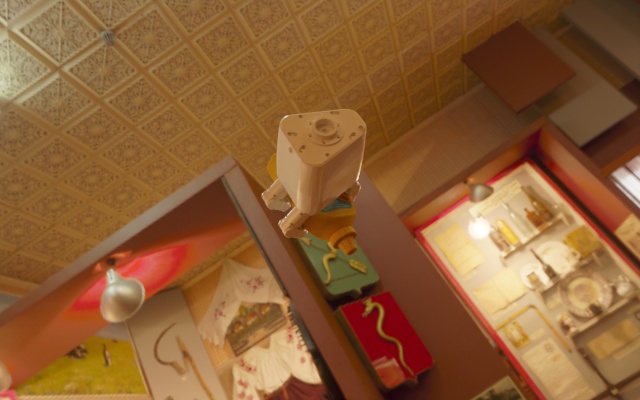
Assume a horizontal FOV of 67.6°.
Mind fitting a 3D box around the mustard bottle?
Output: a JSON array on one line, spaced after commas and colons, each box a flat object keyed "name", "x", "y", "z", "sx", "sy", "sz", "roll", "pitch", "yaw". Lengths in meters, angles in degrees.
[{"name": "mustard bottle", "x": 0.000, "y": 0.002, "z": 0.732, "sx": 0.096, "sy": 0.191, "sz": 0.058, "roll": -8, "pitch": -37, "yaw": -40}]
